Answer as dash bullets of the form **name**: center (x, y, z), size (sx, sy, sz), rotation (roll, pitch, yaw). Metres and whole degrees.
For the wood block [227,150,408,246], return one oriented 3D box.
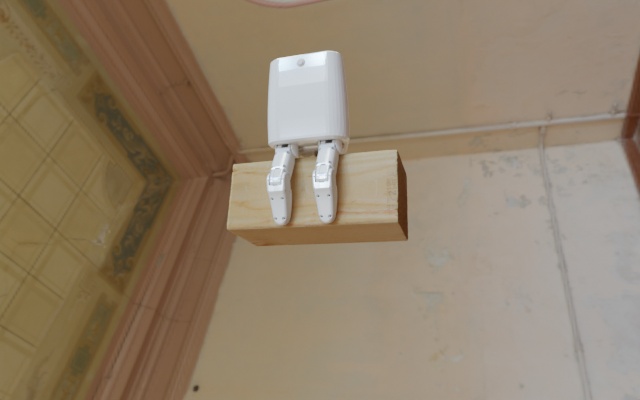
- **wood block**: center (0.000, 0.002, 0.597), size (0.206, 0.090, 0.091), rotation (-4, -19, 17)
